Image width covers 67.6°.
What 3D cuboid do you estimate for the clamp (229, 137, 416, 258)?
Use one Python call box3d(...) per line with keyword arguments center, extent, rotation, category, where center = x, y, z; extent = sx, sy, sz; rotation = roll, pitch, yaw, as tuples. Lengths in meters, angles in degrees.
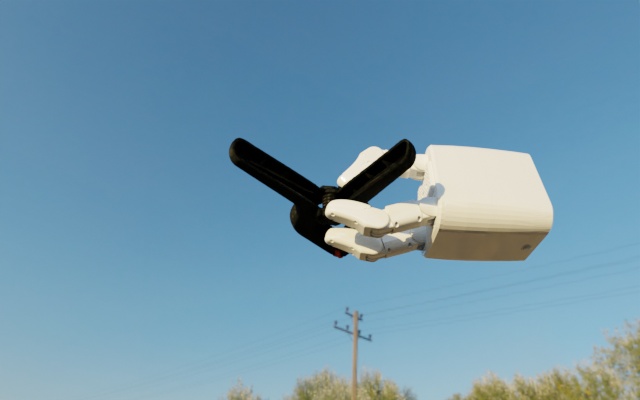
box3d(center=(0.000, 0.001, 0.491), extent=(0.164, 0.036, 0.210), rotation=(6, -30, 4), category="clamp")
